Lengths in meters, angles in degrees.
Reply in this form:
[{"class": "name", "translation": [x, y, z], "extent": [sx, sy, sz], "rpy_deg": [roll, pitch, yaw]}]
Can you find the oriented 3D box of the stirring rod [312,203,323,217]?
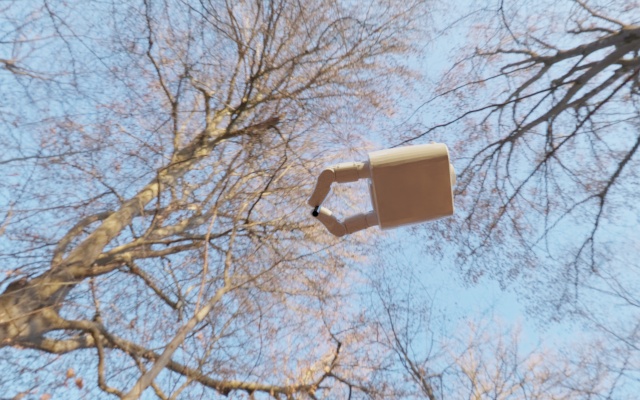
[{"class": "stirring rod", "translation": [0.000, 0.002, 0.720], "extent": [0.011, 0.011, 0.239], "rpy_deg": [0, 7, 3]}]
